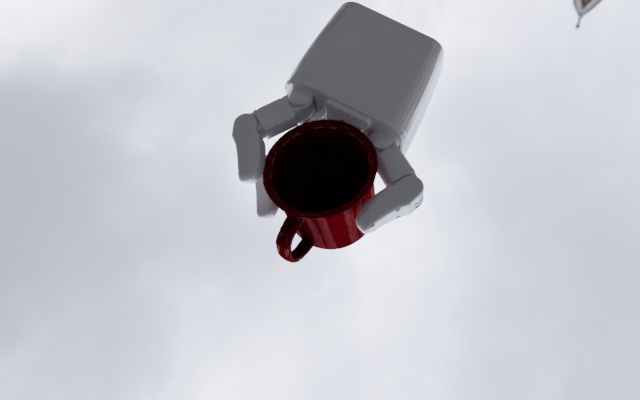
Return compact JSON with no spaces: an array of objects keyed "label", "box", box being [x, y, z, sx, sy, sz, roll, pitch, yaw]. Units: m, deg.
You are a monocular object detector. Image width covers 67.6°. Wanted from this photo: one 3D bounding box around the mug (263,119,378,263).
[{"label":"mug","box":[0.000,0.003,0.408,0.093,0.117,0.081,21,-22,21]}]
